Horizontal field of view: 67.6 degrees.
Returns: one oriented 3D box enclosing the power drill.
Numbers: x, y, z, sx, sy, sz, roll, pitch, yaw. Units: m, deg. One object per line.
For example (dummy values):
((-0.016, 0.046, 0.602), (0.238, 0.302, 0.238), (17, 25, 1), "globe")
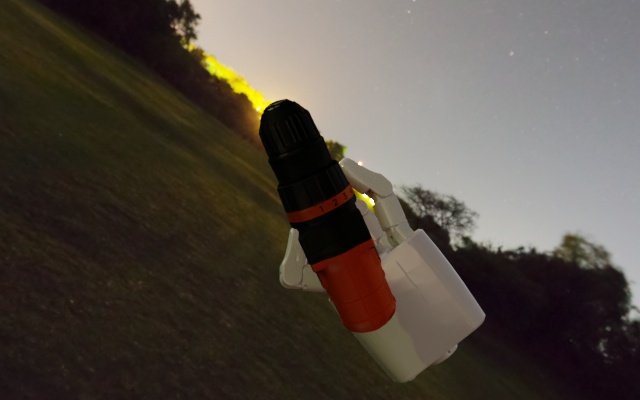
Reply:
((0.000, 0.002, 0.419), (0.057, 0.184, 0.187), (-22, 11, 2), "power drill")
